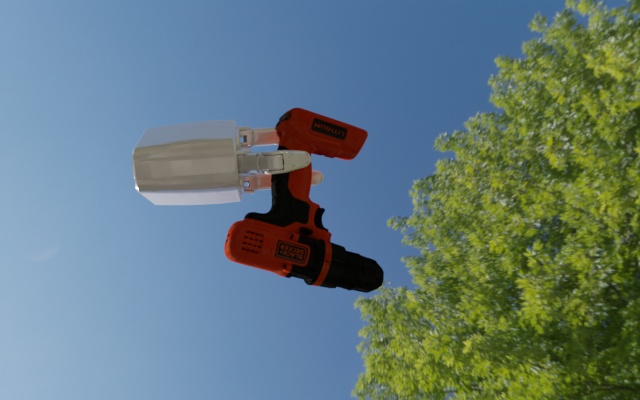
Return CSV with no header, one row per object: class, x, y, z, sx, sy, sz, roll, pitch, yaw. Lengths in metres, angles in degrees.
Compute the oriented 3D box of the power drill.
power drill,0.000,0.001,0.544,0.184,0.187,0.057,17,-17,-17
